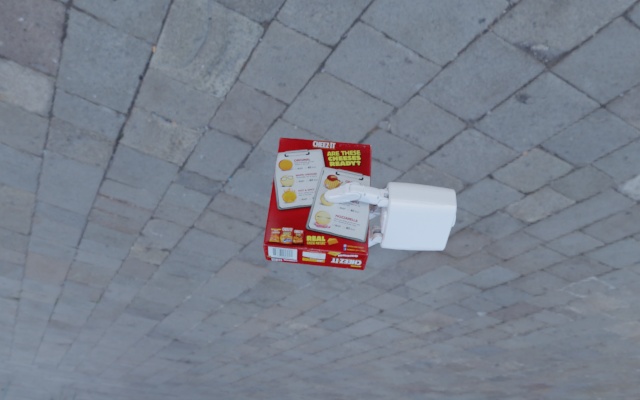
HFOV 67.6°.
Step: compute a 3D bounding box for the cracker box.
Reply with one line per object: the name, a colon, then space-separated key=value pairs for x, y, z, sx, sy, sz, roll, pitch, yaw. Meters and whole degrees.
cracker box: x=0.000 y=0.003 z=0.803 sx=0.164 sy=0.213 sz=0.072 roll=5 pitch=-32 yaw=0
